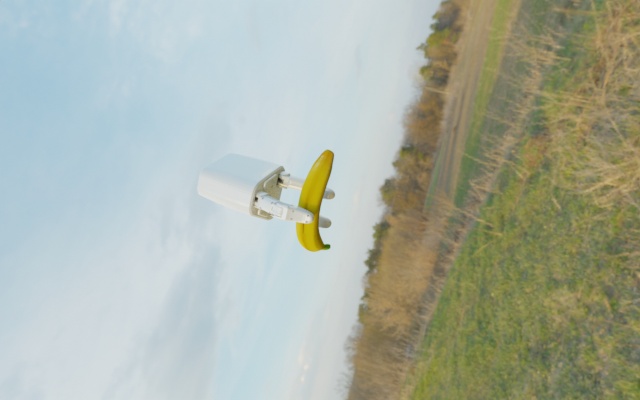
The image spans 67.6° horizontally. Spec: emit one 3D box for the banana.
[{"bbox_3d":[-0.010,0.014,0.762,0.037,0.198,0.069,23,40,25],"label":"banana"}]
